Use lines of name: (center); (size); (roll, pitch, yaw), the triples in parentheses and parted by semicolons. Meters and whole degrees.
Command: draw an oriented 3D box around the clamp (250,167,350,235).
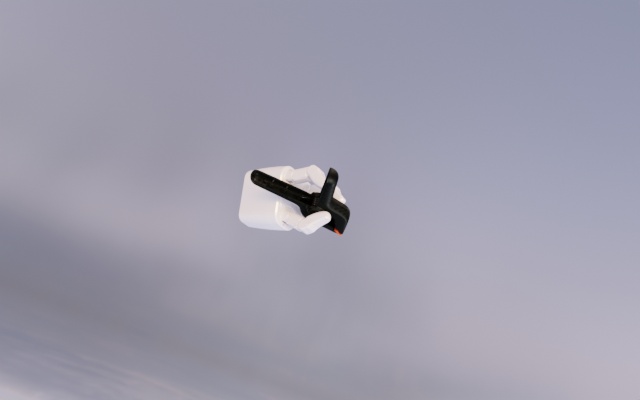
clamp: (0.000, 0.004, 0.826); (0.164, 0.036, 0.210); (-2, -30, 38)
